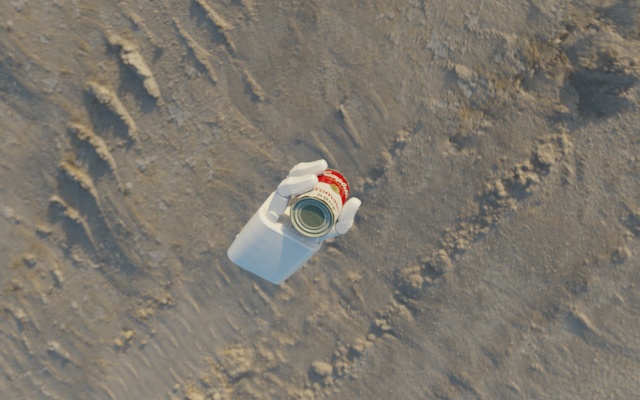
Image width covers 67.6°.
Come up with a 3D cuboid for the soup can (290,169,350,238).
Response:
[{"bbox_3d":[0.000,0.002,0.714,0.068,0.068,0.102,0,26,17],"label":"soup can"}]
